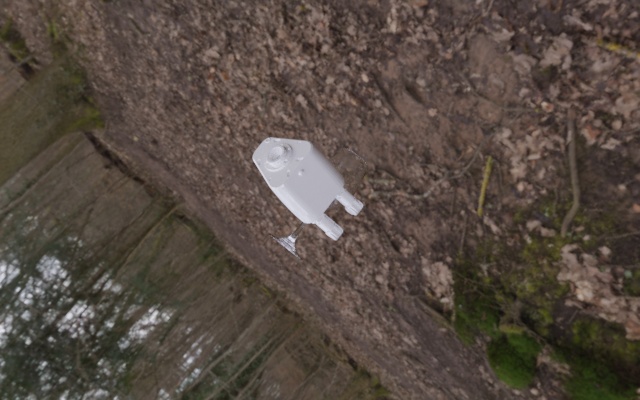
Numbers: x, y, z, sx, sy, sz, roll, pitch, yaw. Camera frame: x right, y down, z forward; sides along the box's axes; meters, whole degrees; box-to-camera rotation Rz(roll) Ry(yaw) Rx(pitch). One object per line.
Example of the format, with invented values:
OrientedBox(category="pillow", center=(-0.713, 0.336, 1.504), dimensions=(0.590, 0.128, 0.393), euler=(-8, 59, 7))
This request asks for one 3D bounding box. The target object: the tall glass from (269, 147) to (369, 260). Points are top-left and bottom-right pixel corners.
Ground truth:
OrientedBox(category="tall glass", center=(0.000, 0.003, 0.834), dimensions=(0.079, 0.201, 0.079), euler=(38, -7, 6))
